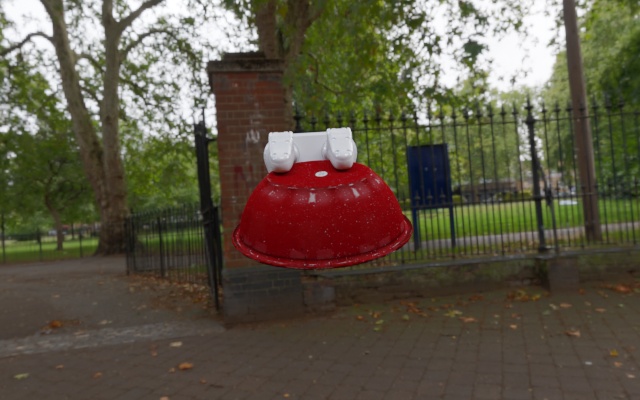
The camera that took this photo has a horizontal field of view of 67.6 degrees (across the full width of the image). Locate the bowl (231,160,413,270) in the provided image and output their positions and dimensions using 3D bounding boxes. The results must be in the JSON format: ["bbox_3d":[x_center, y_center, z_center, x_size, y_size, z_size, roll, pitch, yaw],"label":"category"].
[{"bbox_3d":[0.000,0.001,0.421,0.162,0.055,0.162,-3,19,1],"label":"bowl"}]
